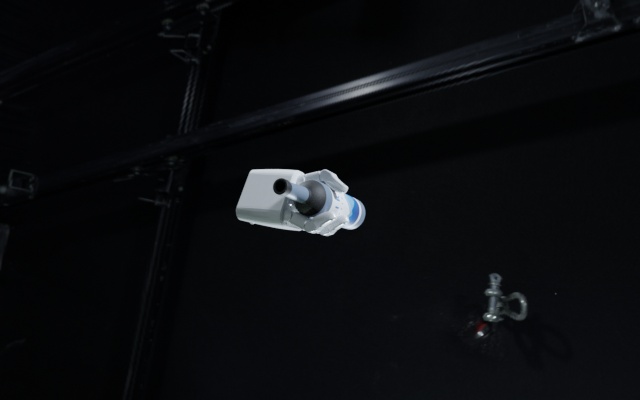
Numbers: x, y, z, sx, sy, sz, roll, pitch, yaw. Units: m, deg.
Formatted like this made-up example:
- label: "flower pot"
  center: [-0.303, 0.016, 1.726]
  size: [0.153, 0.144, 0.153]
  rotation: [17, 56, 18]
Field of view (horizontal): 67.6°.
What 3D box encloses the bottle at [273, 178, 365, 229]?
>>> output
- label: "bottle"
  center: [0.000, 0.003, 0.883]
  size: [0.069, 0.069, 0.296]
  rotation: [0, -10, 26]
